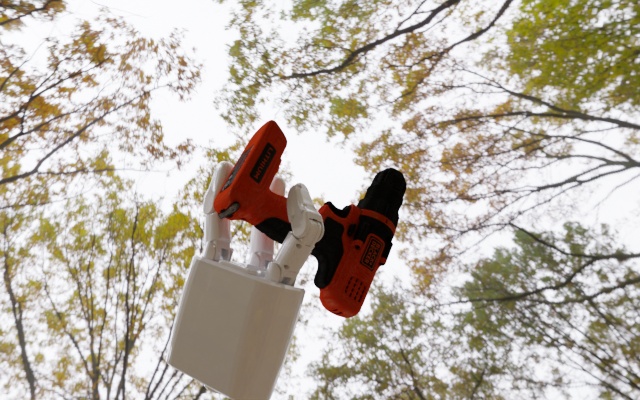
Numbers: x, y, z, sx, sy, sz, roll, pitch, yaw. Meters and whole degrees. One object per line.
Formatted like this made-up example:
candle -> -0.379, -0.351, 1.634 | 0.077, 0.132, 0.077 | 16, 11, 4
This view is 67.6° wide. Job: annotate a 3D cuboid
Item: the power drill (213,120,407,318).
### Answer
power drill -> 0.000, 0.002, 0.498 | 0.188, 0.184, 0.057 | 35, -30, -17
